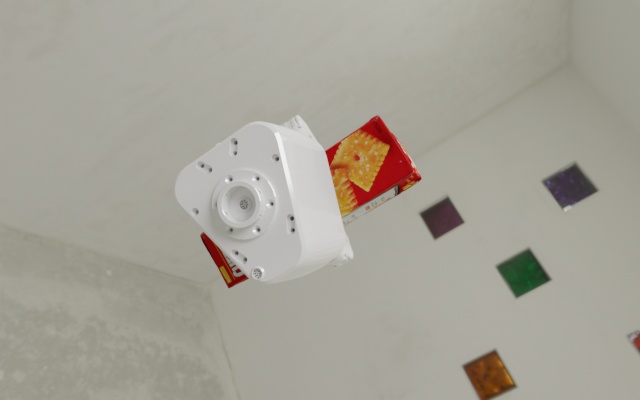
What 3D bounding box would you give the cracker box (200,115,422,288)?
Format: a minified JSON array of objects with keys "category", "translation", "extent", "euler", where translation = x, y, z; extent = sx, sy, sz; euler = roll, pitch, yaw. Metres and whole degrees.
[{"category":"cracker box","translation":[0.000,0.002,0.523],"extent":[0.214,0.072,0.164],"euler":[-32,-7,13]}]
